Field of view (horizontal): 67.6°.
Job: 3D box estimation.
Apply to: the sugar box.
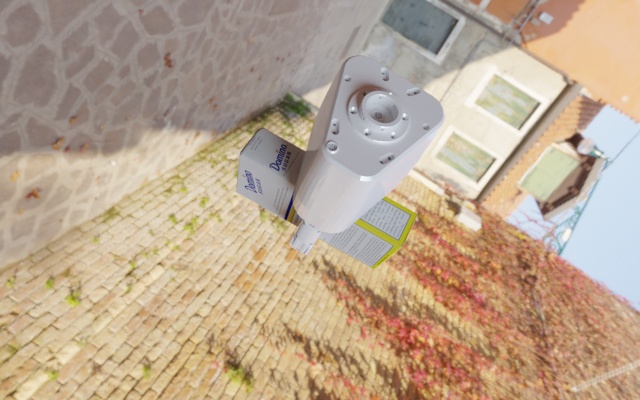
[{"bbox_3d":[0.000,0.001,0.490,0.176,0.048,0.093,32,-26,2],"label":"sugar box"}]
